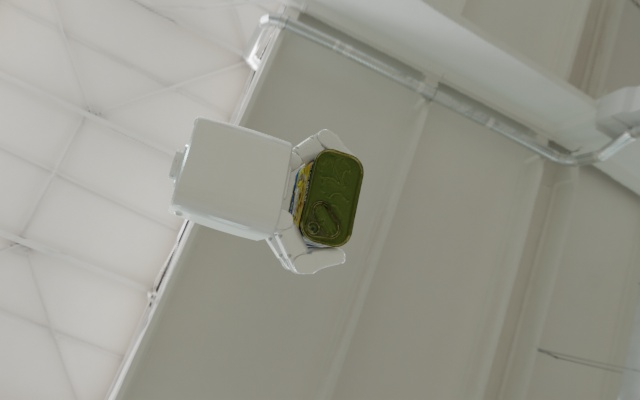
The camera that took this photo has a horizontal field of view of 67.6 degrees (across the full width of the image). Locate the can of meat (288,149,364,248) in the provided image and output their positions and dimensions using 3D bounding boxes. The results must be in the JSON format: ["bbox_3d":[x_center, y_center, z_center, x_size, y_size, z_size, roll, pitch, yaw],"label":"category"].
[{"bbox_3d":[0.000,0.002,0.539,0.057,0.102,0.084,15,-12,-17],"label":"can of meat"}]
